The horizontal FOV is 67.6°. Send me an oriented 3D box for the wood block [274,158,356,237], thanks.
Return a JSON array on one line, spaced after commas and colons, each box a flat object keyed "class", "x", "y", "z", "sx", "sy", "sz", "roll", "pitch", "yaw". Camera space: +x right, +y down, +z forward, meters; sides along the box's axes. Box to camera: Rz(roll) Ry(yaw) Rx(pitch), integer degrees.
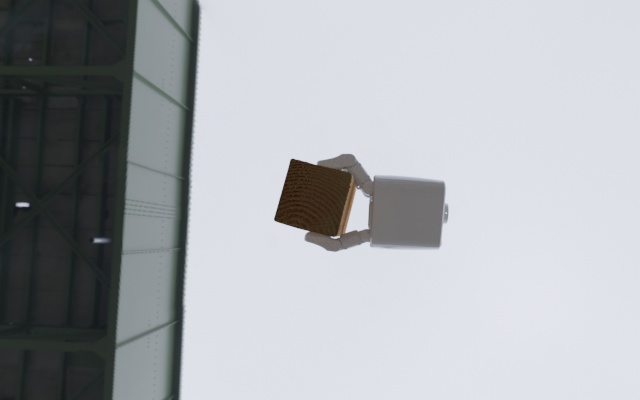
[{"class": "wood block", "x": 0.000, "y": 0.003, "z": 0.735, "sx": 0.090, "sy": 0.091, "sz": 0.206, "roll": 14, "pitch": -2, "yaw": 7}]
